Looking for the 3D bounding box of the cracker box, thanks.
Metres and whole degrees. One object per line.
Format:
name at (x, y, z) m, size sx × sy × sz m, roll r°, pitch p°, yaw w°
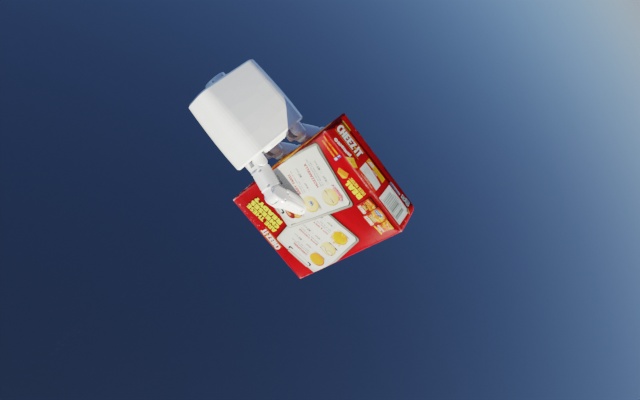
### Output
cracker box at (0.000, 0.002, 0.684) m, size 0.214 × 0.164 × 0.072 m, roll -31°, pitch 11°, yaw 41°
